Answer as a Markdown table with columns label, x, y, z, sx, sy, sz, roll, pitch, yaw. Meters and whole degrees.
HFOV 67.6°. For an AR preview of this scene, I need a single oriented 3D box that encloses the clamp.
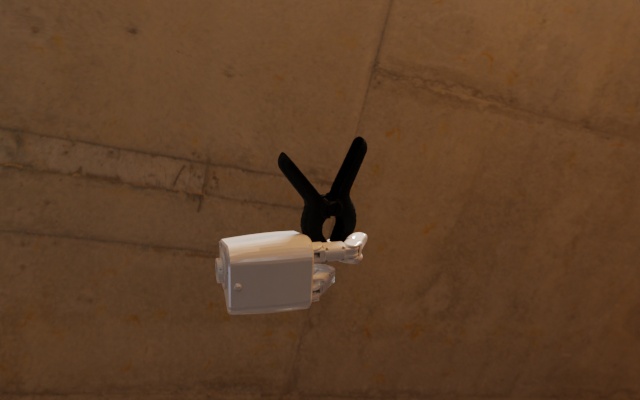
| label | x | y | z | sx | sy | sz | roll | pitch | yaw |
| --- | --- | --- | --- | --- | --- | --- | --- | --- | --- |
| clamp | 0.000 | 0.002 | 0.627 | 0.120 | 0.171 | 0.039 | -3 | 19 | -18 |
